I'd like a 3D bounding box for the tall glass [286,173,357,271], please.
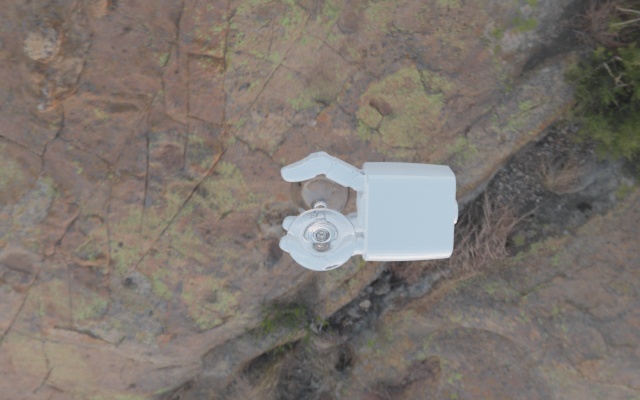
[{"bbox_3d":[0.000,0.002,0.589,0.079,0.079,0.201,0,24,-1],"label":"tall glass"}]
